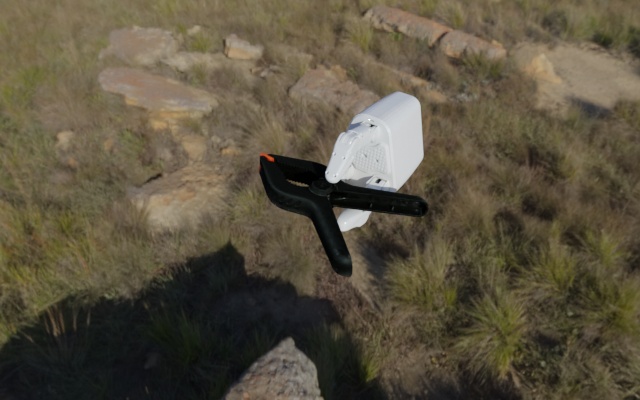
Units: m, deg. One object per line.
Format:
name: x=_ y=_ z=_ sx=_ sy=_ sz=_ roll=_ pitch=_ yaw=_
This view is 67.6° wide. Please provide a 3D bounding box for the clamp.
clamp: x=0.000 y=0.001 z=0.552 sx=0.210 sy=0.036 sz=0.164 roll=26 pitch=38 yaw=23
